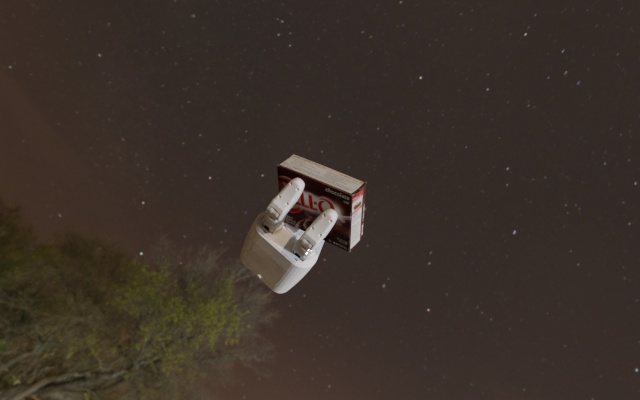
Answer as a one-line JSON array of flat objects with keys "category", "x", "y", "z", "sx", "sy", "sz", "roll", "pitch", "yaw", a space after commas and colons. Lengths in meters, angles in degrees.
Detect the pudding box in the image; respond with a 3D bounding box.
[{"category": "pudding box", "x": 0.000, "y": 0.002, "z": 0.597, "sx": 0.113, "sy": 0.090, "sz": 0.039, "roll": 21, "pitch": 43, "yaw": 25}]
